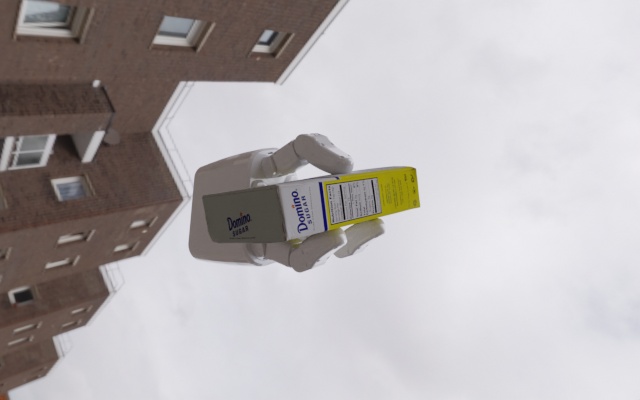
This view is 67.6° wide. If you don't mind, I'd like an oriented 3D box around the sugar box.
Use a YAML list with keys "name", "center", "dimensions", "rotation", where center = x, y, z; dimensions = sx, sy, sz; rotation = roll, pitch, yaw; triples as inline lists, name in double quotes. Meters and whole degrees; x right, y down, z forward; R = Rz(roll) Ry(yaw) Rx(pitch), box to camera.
- name: "sugar box"
  center: [0.000, 0.002, 0.410]
  dimensions: [0.093, 0.048, 0.176]
  rotation: [-6, 6, 44]
